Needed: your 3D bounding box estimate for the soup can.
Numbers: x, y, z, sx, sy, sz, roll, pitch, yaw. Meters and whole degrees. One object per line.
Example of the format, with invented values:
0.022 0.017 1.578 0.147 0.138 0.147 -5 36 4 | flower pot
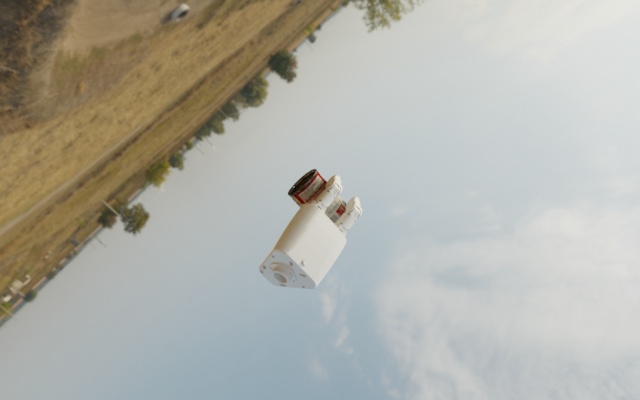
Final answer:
0.001 0.003 0.856 0.068 0.102 0.068 -39 16 13 | soup can
